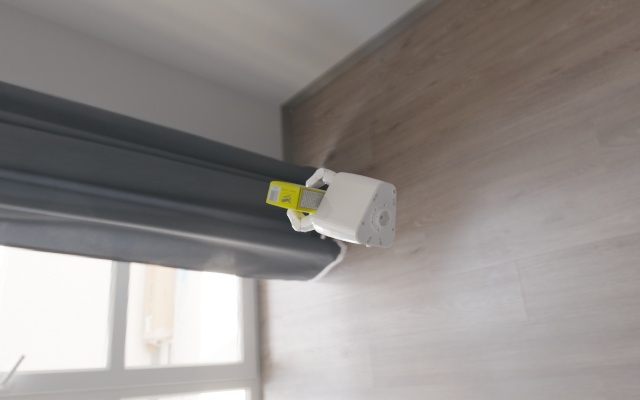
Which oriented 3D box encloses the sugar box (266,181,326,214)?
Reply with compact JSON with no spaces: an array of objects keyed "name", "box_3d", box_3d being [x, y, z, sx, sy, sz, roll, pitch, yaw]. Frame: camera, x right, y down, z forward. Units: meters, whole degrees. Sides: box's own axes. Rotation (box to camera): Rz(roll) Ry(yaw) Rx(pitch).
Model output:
[{"name":"sugar box","box_3d":[0.000,0.003,0.873,0.176,0.048,0.093,14,0,-40]}]
